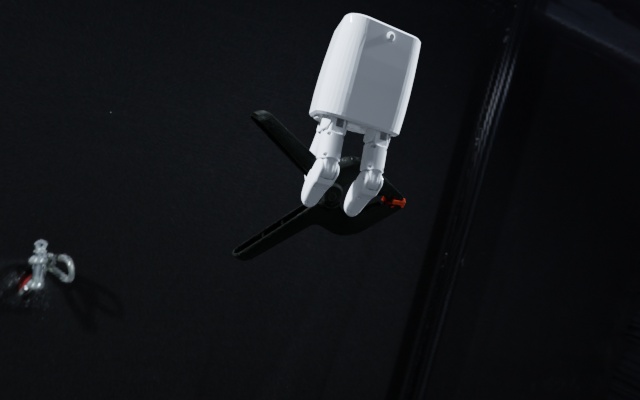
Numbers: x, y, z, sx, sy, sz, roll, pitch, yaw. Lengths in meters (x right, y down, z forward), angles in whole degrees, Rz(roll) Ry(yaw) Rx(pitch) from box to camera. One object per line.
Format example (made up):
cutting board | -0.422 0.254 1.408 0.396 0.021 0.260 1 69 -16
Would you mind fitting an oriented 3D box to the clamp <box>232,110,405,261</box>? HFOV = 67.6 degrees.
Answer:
clamp | 0.000 0.002 0.554 0.210 0.164 0.036 13 8 -25
